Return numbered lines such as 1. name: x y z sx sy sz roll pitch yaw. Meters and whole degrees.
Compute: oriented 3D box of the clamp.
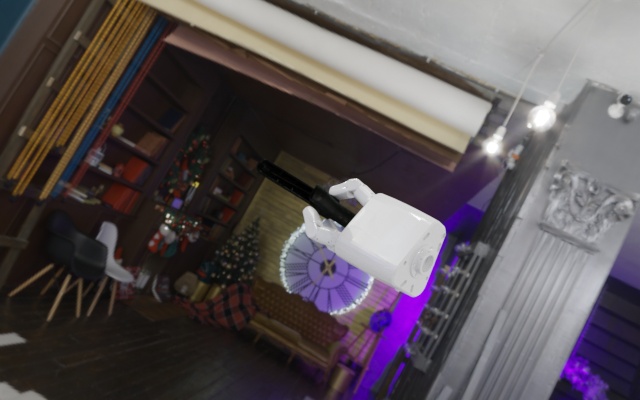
1. clamp: 0.001 0.002 0.759 0.164 0.036 0.210 30 -4 43
